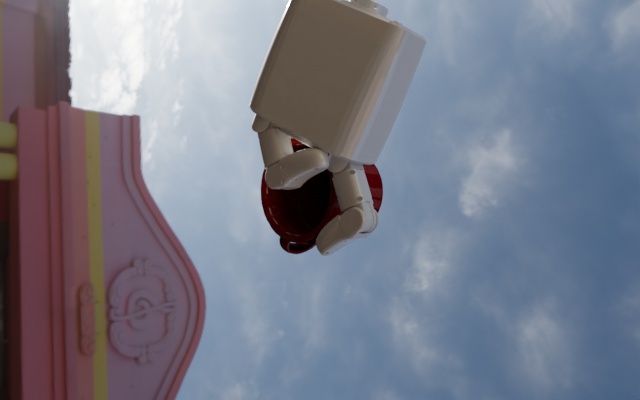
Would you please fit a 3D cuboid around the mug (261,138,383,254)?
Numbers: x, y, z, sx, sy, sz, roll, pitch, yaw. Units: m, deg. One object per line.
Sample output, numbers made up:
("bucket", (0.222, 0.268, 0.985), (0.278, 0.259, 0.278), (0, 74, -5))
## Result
("mug", (0.000, 0.003, 0.452), (0.081, 0.117, 0.093), (1, 30, -48))
